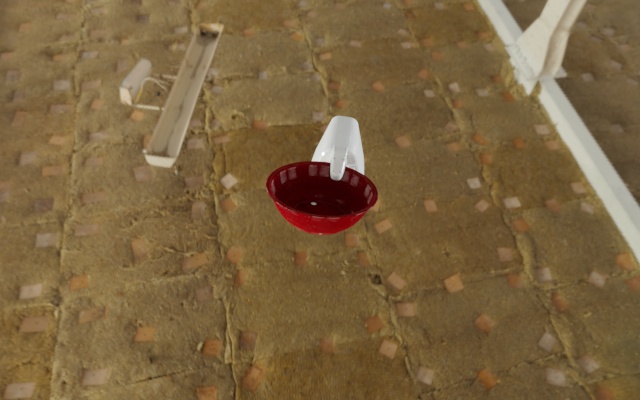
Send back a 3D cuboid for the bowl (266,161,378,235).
[{"bbox_3d":[0.000,0.003,0.696,0.162,0.055,0.162,5,31,-3],"label":"bowl"}]
